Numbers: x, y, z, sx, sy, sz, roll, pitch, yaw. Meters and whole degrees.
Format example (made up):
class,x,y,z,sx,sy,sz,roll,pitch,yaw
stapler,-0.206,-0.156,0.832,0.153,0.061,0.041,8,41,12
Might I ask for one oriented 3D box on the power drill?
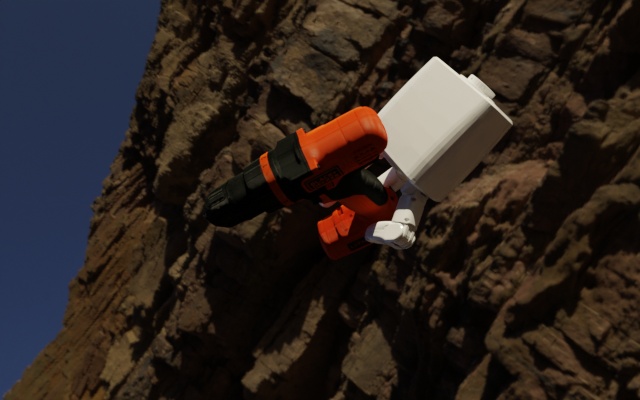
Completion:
class,x,y,z,sx,sy,sz,roll,pitch,yaw
power drill,0.000,0.002,0.490,0.184,0.057,0.188,-26,-30,12
